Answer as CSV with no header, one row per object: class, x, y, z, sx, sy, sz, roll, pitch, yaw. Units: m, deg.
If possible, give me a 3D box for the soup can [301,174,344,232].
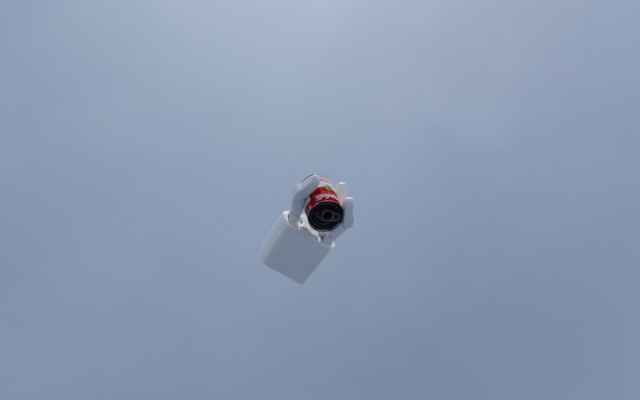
soup can,0.000,0.002,0.896,0.068,0.068,0.102,0,32,-13
